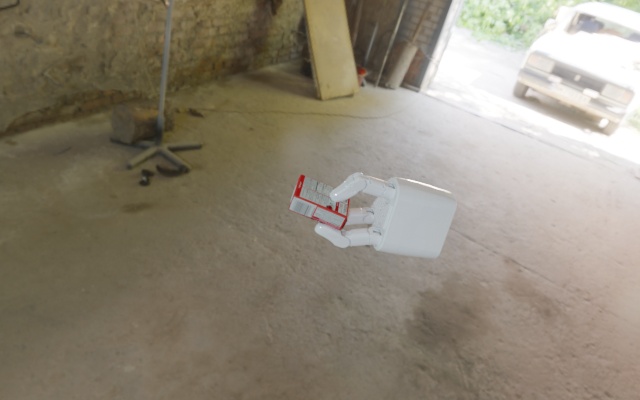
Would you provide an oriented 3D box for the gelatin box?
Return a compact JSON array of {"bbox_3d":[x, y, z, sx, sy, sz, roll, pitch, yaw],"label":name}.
[{"bbox_3d":[0.000,0.002,0.739,0.089,0.030,0.073,22,30,-6],"label":"gelatin box"}]
